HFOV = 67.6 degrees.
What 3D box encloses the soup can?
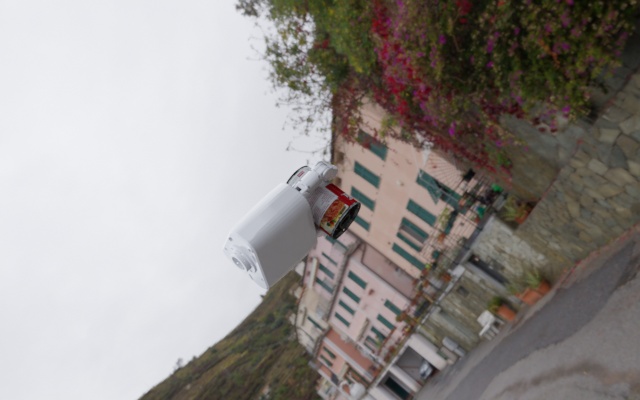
[{"bbox_3d":[0.000,0.002,0.716,0.102,0.068,0.068,37,13,18],"label":"soup can"}]
